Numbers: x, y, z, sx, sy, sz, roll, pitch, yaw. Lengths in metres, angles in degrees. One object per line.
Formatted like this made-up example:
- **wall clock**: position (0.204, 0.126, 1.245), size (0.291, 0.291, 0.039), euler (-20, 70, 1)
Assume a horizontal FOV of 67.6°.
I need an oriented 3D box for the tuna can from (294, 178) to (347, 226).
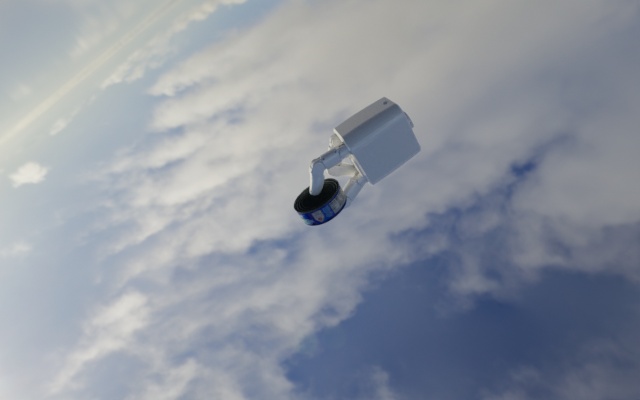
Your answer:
- **tuna can**: position (0.000, 0.003, 0.798), size (0.086, 0.034, 0.086), euler (-25, 29, 15)
